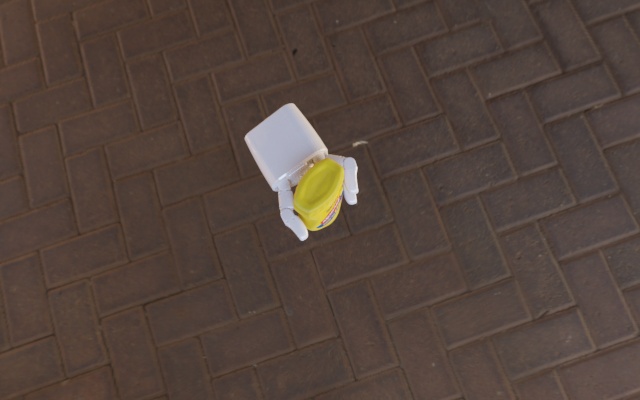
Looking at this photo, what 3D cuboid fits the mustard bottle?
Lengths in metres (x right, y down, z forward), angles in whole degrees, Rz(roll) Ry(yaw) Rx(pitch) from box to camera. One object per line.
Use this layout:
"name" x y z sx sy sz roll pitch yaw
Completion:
"mustard bottle" 0.000 0.003 0.811 0.058 0.096 0.192 33 -13 11
